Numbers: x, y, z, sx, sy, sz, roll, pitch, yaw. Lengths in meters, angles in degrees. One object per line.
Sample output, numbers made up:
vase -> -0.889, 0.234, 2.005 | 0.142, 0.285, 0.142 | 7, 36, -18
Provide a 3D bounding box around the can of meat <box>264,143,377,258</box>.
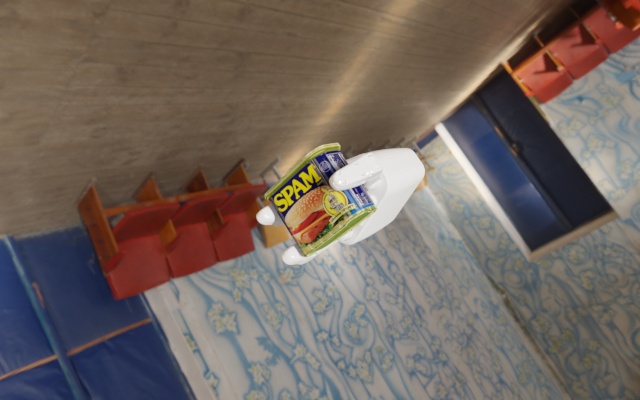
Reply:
can of meat -> 0.000, 0.002, 0.521 | 0.102, 0.084, 0.057 | -40, -13, 33
